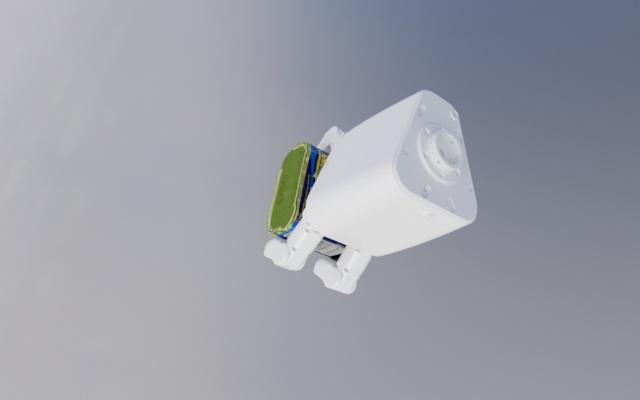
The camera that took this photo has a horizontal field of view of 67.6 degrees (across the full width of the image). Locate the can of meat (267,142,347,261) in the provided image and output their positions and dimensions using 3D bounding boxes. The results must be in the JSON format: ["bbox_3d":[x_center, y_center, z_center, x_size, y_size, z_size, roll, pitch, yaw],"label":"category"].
[{"bbox_3d":[0.000,0.001,0.483,0.084,0.102,0.057,25,-29,-28],"label":"can of meat"}]
